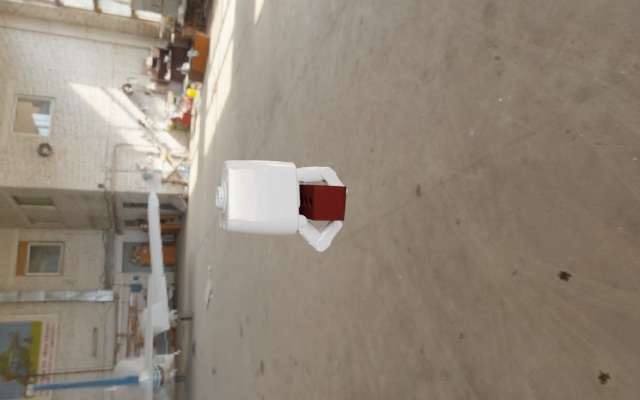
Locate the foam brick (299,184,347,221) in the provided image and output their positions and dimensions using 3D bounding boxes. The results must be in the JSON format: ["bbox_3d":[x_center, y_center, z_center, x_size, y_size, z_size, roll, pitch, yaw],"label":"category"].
[{"bbox_3d":[0.000,0.002,0.728,0.051,0.053,0.078,2,1,-21],"label":"foam brick"}]
